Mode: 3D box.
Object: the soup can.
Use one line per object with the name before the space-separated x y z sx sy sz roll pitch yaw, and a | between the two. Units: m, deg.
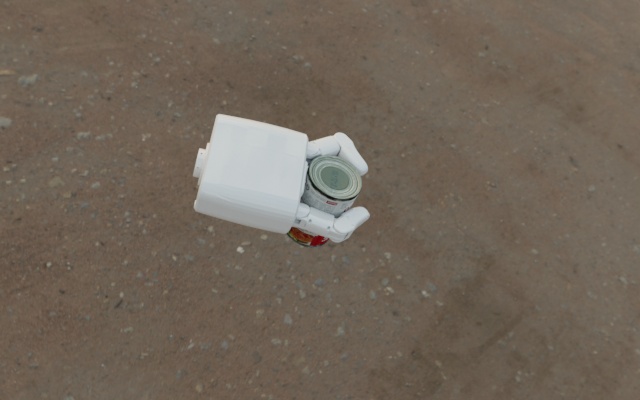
soup can | 0.001 0.002 0.577 0.068 0.068 0.102 0 -36 -25
